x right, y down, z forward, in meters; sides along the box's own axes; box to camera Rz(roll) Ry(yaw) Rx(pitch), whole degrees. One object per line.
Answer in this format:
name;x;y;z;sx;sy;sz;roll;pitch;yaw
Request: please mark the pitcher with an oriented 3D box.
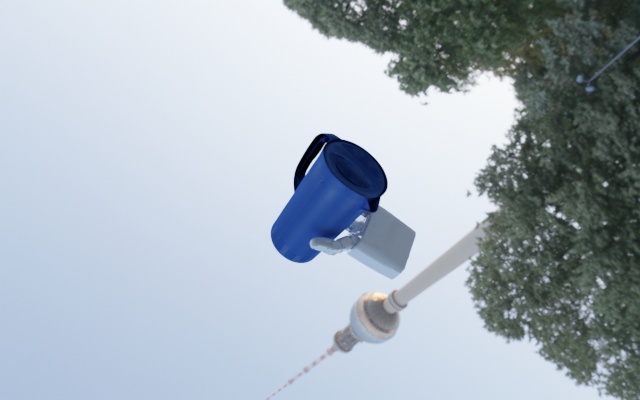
pitcher;0.000;0.003;0.894;0.145;0.149;0.243;31;-51;-11
